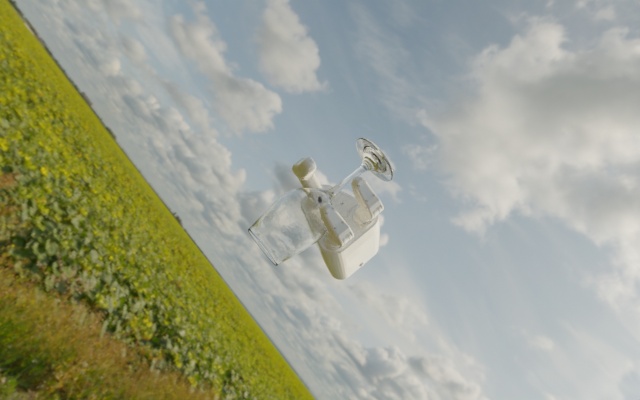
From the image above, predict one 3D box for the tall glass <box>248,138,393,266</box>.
[{"bbox_3d":[0.001,0.002,0.646,0.201,0.079,0.079,-38,11,-14],"label":"tall glass"}]
